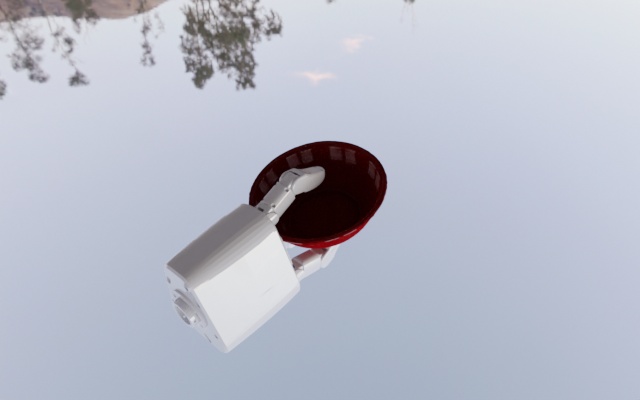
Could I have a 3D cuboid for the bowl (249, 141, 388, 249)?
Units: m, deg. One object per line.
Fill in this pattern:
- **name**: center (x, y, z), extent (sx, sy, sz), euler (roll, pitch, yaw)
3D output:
- **bowl**: center (0.001, 0.001, 0.566), extent (0.162, 0.162, 0.055), euler (0, -41, 15)
